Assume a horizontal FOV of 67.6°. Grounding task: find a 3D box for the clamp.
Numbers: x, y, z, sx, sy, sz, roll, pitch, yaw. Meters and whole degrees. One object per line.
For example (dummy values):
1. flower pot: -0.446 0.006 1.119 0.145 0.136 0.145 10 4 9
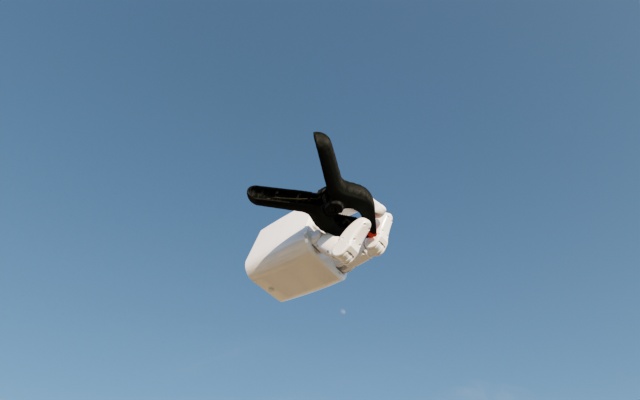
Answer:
1. clamp: 0.000 0.001 0.572 0.120 0.039 0.171 -26 -51 24
